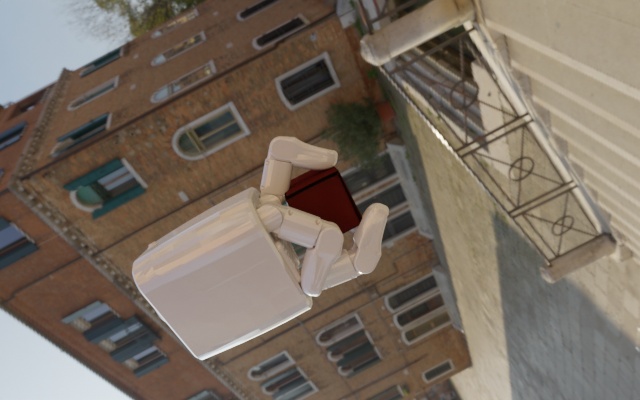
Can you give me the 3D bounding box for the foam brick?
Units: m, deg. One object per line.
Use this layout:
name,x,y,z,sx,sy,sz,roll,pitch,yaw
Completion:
foam brick,0.000,0.001,0.435,0.051,0.053,0.078,-28,11,0
